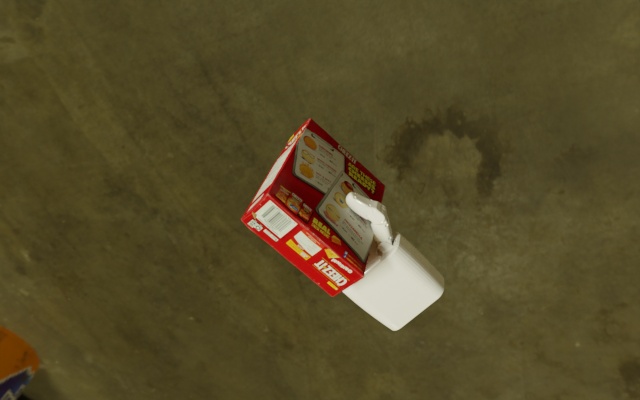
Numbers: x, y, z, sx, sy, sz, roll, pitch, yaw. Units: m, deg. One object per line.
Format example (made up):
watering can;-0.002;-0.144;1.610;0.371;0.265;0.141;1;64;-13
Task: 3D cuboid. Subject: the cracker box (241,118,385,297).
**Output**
cracker box;0.000;0.002;0.674;0.072;0.164;0.213;-39;17;33
